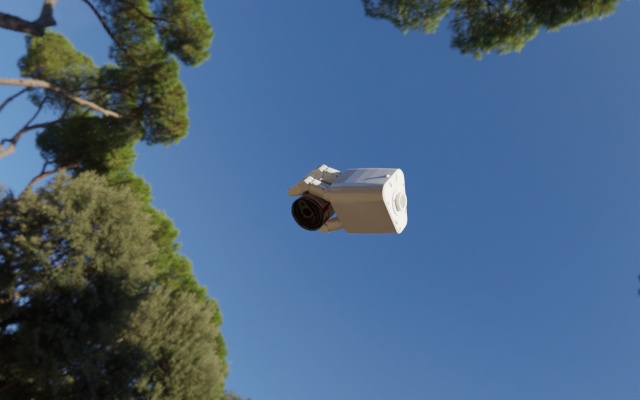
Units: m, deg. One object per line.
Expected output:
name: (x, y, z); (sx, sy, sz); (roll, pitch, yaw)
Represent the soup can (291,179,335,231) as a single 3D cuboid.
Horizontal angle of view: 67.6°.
soup can: (0.000, 0.003, 0.900); (0.068, 0.068, 0.102); (0, 27, 33)
